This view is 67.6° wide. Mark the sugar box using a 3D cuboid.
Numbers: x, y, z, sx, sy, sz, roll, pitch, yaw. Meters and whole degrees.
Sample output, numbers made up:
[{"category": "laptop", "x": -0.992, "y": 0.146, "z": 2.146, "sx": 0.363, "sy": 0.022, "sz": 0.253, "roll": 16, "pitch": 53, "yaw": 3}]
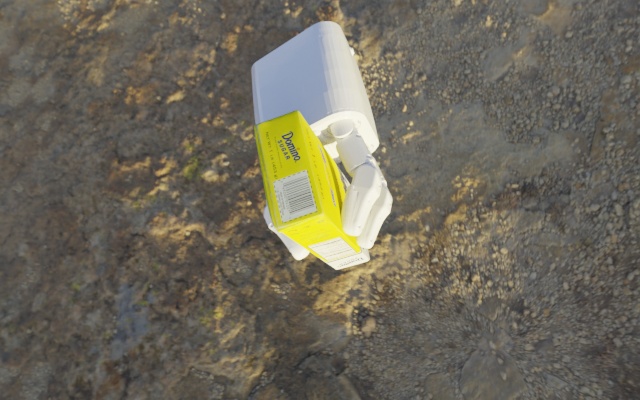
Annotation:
[{"category": "sugar box", "x": 0.001, "y": 0.001, "z": 0.437, "sx": 0.048, "sy": 0.093, "sz": 0.176, "roll": -18, "pitch": -21, "yaw": 14}]
